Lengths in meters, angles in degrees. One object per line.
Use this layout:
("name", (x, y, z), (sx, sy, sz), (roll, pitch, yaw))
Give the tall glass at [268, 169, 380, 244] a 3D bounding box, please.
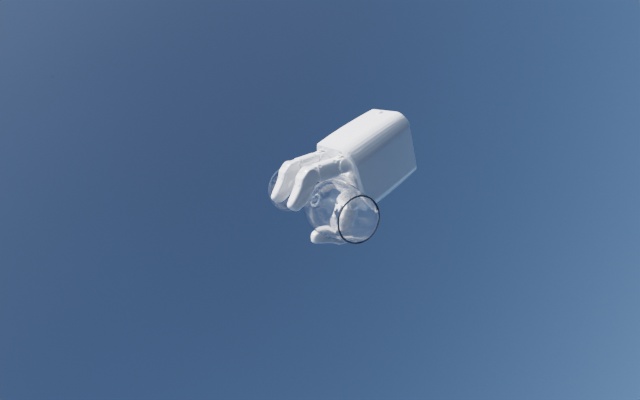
("tall glass", (0.000, 0.002, 0.667), (0.079, 0.079, 0.201), (0, 13, -29))
